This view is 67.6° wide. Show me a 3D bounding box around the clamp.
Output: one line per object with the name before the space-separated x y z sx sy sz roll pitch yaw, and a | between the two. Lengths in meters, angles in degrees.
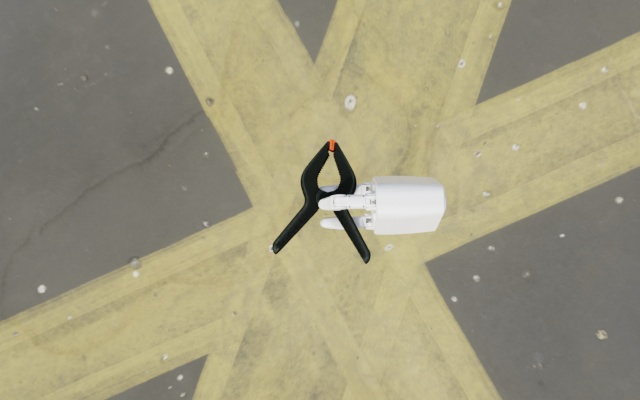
clamp | 0.000 0.002 0.804 0.164 0.210 0.036 -1 -5 1
